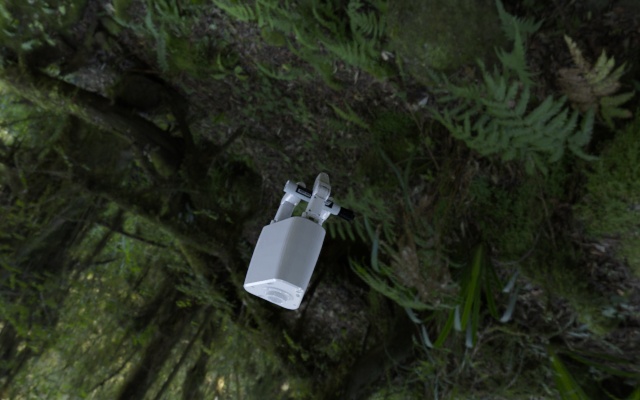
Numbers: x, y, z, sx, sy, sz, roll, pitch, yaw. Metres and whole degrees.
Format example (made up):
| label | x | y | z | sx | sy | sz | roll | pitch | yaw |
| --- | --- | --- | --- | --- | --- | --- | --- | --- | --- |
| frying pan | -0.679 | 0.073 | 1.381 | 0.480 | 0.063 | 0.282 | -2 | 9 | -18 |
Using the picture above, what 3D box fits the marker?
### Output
| label | x | y | z | sx | sy | sz | roll | pitch | yaw |
| --- | --- | --- | --- | --- | --- | --- | --- | --- | --- |
| marker | 0.000 | 0.002 | 0.752 | 0.121 | 0.020 | 0.020 | 26 | -7 | -13 |
